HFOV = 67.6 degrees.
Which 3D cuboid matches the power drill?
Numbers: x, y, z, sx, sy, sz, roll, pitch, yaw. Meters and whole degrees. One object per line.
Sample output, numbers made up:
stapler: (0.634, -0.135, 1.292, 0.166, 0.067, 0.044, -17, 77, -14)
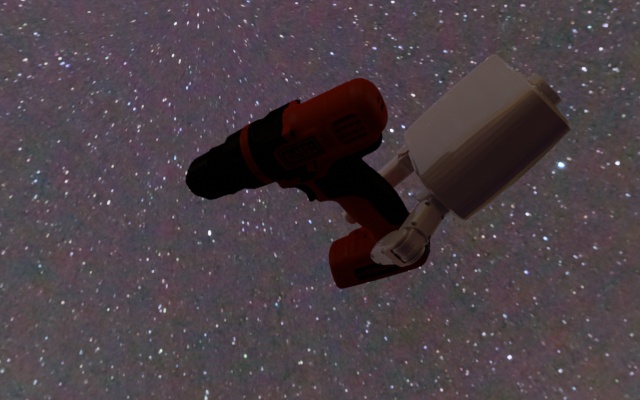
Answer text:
power drill: (0.001, 0.002, 0.421, 0.184, 0.057, 0.188, -20, -51, 26)
